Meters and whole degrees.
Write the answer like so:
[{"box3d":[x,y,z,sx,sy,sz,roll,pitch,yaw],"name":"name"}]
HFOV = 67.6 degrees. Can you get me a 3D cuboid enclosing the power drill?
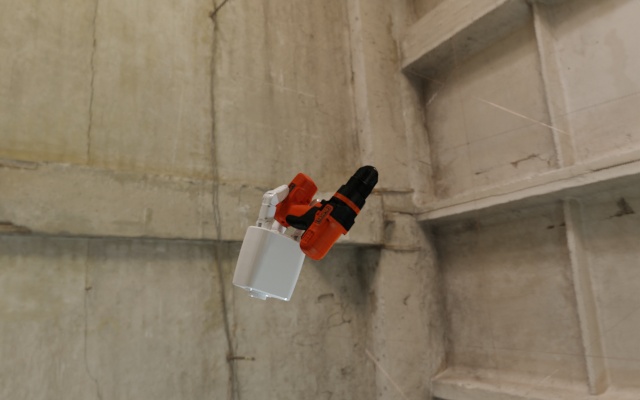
[{"box3d":[0.000,0.003,0.841,0.057,0.184,0.187,45,-12,-29],"name":"power drill"}]
